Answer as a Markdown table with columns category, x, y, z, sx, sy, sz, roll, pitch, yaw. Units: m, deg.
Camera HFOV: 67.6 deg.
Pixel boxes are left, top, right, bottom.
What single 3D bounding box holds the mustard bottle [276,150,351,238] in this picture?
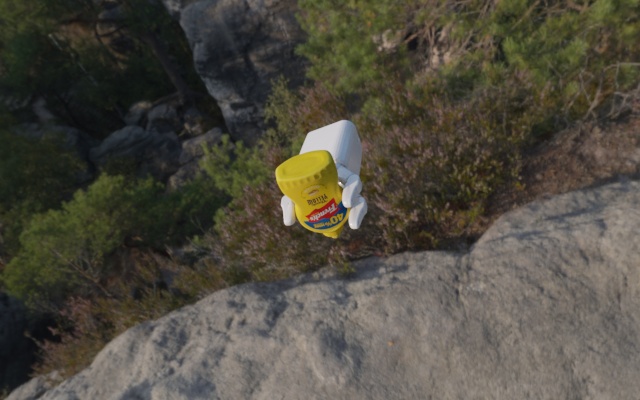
| category | x | y | z | sx | sy | sz | roll | pitch | yaw |
| --- | --- | --- | --- | --- | --- | --- | --- | --- | --- |
| mustard bottle | 0.000 | 0.003 | 0.818 | 0.096 | 0.058 | 0.192 | -21 | -44 | 5 |
